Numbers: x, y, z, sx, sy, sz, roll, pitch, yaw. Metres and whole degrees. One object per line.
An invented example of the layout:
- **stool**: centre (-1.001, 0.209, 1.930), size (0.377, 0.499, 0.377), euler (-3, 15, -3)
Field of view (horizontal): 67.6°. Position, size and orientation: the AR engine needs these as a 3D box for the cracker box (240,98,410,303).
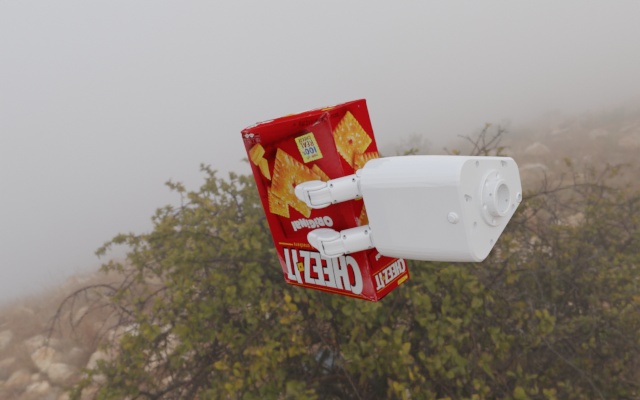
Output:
- **cracker box**: centre (0.000, 0.002, 0.565), size (0.072, 0.214, 0.164), euler (-26, 17, -39)
